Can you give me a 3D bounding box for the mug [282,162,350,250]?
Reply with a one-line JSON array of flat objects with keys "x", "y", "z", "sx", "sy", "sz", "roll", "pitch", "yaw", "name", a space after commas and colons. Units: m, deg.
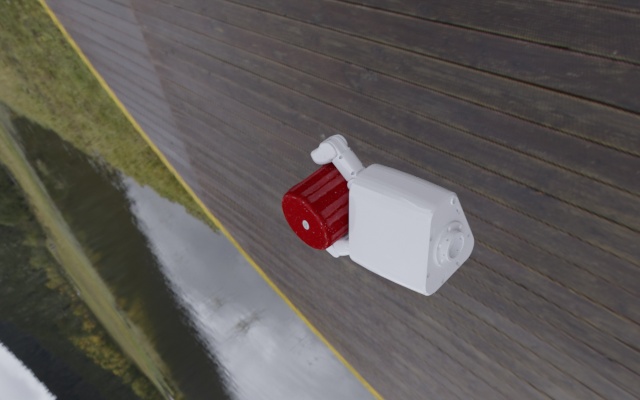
[{"x": -0.001, "y": 0.002, "z": 0.582, "sx": 0.081, "sy": 0.093, "sz": 0.117, "roll": -37, "pitch": 39, "yaw": -28, "name": "mug"}]
